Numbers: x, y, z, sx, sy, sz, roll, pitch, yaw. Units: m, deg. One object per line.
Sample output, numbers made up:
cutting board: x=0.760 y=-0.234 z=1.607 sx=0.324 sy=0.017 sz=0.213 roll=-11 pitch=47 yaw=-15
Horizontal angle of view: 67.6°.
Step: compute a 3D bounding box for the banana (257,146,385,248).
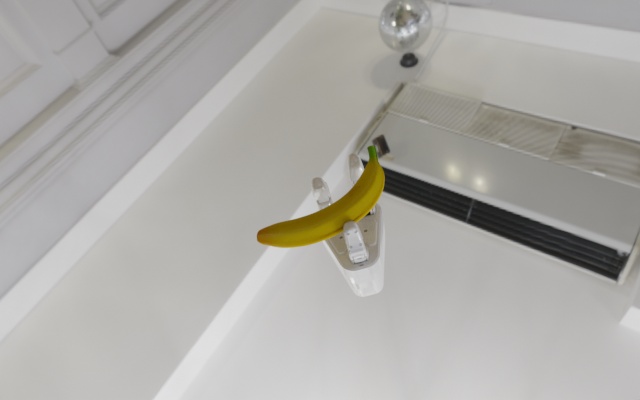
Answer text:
banana: x=0.014 y=0.012 z=0.612 sx=0.198 sy=0.069 sz=0.037 roll=-37 pitch=-31 yaw=-10
